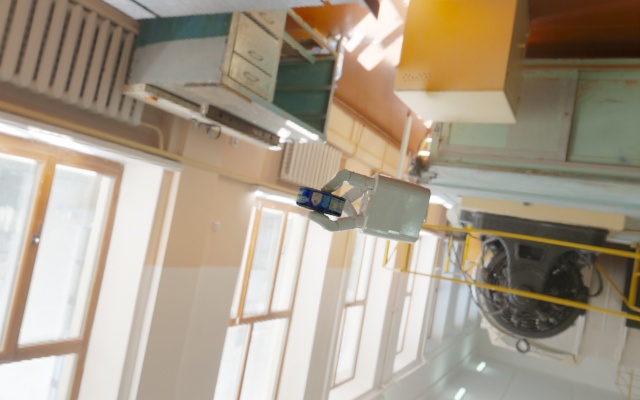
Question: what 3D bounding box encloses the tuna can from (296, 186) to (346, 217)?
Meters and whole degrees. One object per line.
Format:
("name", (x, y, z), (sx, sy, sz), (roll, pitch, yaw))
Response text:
("tuna can", (0.000, 0.003, 0.841), (0.086, 0.034, 0.086), (16, -4, 1))
